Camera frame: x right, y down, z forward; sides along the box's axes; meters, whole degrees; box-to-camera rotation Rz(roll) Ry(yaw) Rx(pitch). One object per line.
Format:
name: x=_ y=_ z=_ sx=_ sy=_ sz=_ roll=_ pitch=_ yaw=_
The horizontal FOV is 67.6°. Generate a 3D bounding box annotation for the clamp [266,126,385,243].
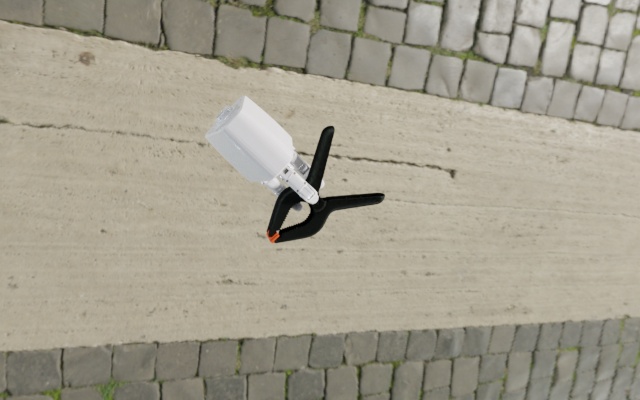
clamp: x=0.000 y=0.003 z=0.805 sx=0.164 sy=0.210 sz=0.036 roll=43 pitch=-2 yaw=-19
